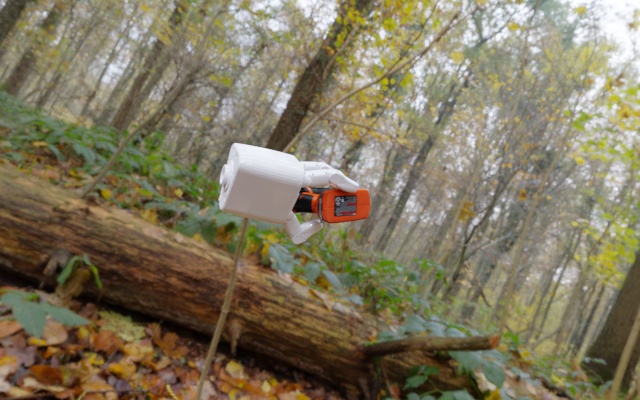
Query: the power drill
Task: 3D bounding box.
[{"bbox_3d":[0.000,0.003,0.877,0.184,0.057,0.187,-6,6,-40],"label":"power drill"}]
